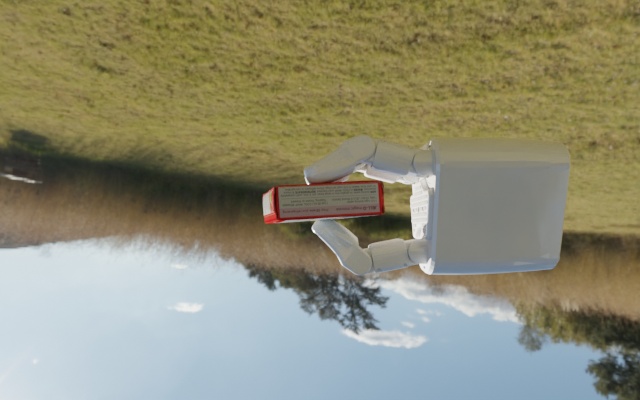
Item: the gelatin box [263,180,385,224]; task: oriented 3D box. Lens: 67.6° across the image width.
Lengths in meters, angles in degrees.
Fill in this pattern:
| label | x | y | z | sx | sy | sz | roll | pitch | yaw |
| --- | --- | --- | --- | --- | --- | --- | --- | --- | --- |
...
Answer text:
| label | x | y | z | sx | sy | sz | roll | pitch | yaw |
| --- | --- | --- | --- | --- | --- | --- | --- | --- | --- |
| gelatin box | 0.000 | 0.002 | 0.400 | 0.089 | 0.030 | 0.073 | -4 | -3 | -14 |
